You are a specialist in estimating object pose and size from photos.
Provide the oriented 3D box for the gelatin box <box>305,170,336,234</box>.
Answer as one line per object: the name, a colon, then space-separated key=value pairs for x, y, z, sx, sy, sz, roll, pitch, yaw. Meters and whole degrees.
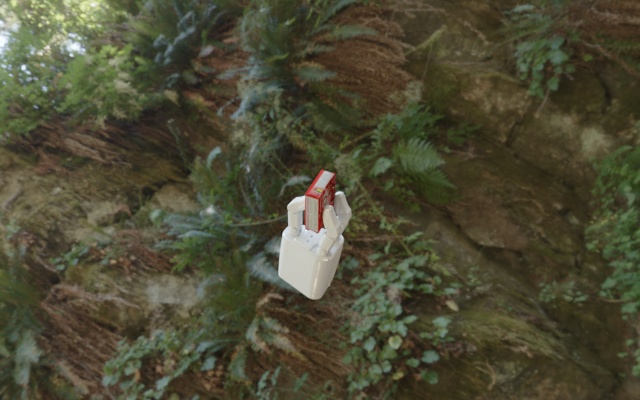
gelatin box: x=0.000 y=0.002 z=0.847 sx=0.030 sy=0.089 sz=0.073 roll=17 pitch=46 yaw=17
